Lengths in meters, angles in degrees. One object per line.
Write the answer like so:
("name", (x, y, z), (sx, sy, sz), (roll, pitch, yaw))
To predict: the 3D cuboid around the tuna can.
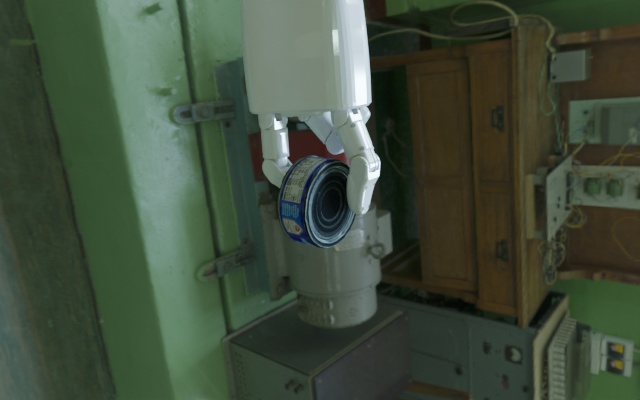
("tuna can", (0.001, 0.002, 0.453), (0.033, 0.086, 0.086), (11, 7, 38))
